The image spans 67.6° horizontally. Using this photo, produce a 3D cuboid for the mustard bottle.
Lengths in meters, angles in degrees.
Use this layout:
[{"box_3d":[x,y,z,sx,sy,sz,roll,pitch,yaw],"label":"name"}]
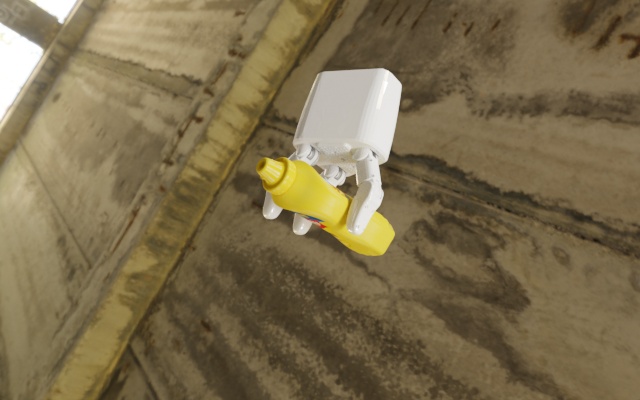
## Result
[{"box_3d":[0.000,0.002,0.559,0.192,0.058,0.096,33,-2,-40],"label":"mustard bottle"}]
